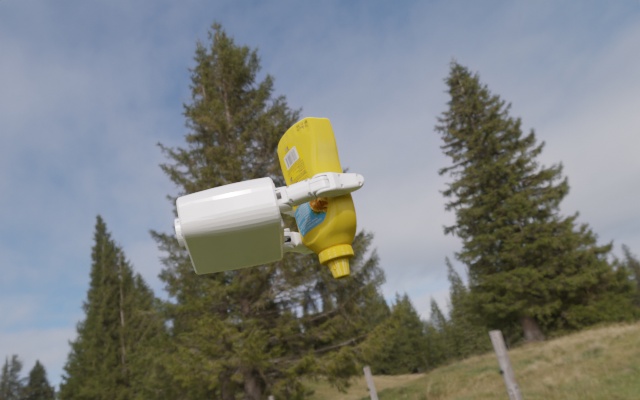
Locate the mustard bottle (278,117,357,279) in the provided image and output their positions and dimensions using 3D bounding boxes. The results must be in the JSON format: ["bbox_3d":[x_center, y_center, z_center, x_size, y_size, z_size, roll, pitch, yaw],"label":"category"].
[{"bbox_3d":[0.000,0.002,0.583,0.058,0.191,0.096,-2,-23,-33],"label":"mustard bottle"}]
